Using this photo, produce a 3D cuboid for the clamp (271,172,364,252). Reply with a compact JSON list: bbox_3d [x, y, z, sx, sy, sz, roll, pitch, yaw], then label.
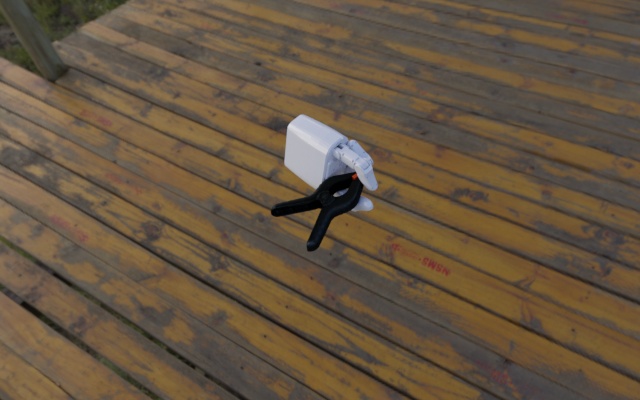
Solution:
[{"bbox_3d":[0.000,0.002,0.825,0.120,0.171,0.039,35,-27,28],"label":"clamp"}]
